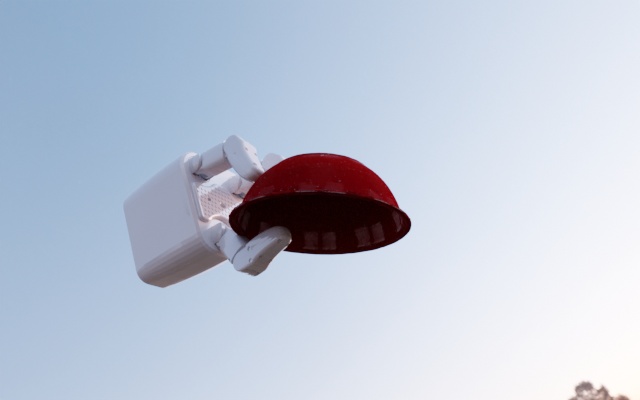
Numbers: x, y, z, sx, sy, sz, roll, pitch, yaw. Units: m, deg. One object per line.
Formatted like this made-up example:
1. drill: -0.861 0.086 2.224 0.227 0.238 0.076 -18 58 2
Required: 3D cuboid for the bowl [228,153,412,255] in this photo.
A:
1. bowl: 0.001 0.001 0.436 0.162 0.055 0.162 2 -23 1
